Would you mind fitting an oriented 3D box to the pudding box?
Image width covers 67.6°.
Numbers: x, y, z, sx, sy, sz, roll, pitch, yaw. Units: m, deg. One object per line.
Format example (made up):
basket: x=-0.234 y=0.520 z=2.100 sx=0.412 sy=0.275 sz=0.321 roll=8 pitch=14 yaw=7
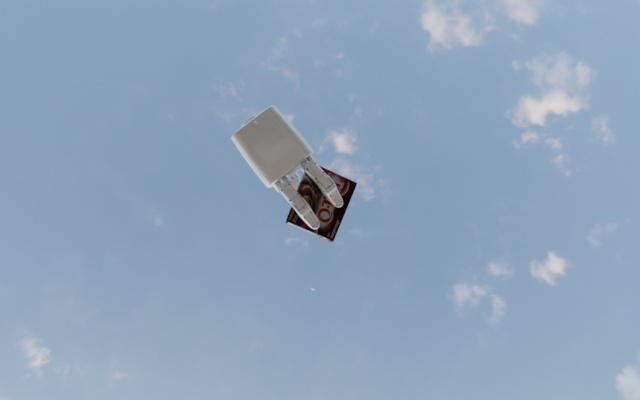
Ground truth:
pudding box: x=0.000 y=0.003 z=0.823 sx=0.090 sy=0.113 sz=0.039 roll=23 pitch=-6 yaw=-8
